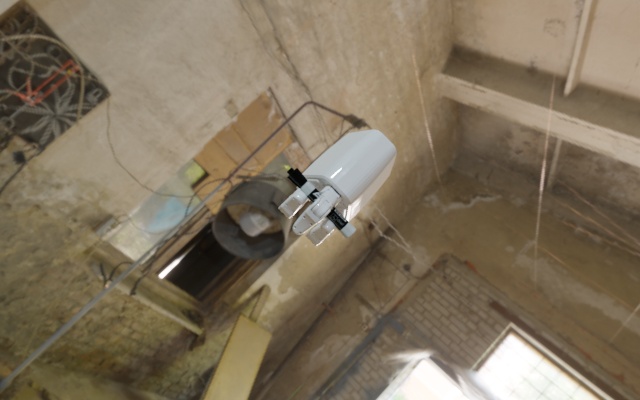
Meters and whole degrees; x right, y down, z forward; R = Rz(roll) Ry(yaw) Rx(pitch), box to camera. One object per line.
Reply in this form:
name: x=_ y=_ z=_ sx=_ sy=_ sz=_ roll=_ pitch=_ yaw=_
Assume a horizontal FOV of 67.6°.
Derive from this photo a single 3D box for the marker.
marker: x=0.000 y=0.002 z=0.641 sx=0.020 sy=0.121 sz=0.020 roll=-44 pitch=3 yaw=3
